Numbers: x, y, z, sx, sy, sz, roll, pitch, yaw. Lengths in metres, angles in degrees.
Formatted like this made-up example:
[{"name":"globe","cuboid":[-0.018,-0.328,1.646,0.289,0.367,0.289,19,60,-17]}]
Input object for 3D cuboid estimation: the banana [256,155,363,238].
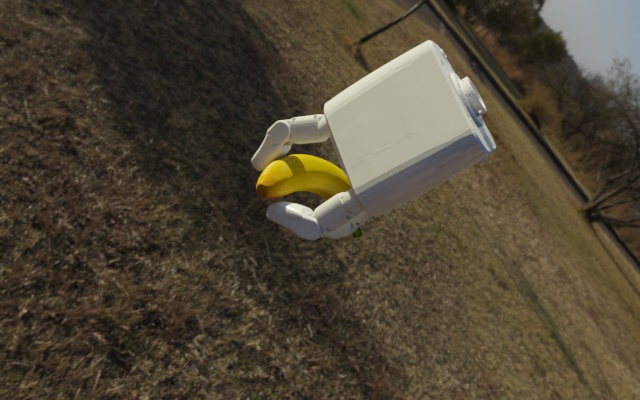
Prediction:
[{"name":"banana","cuboid":[-0.002,-0.014,0.507,0.037,0.069,0.198,-26,-27,25]}]
